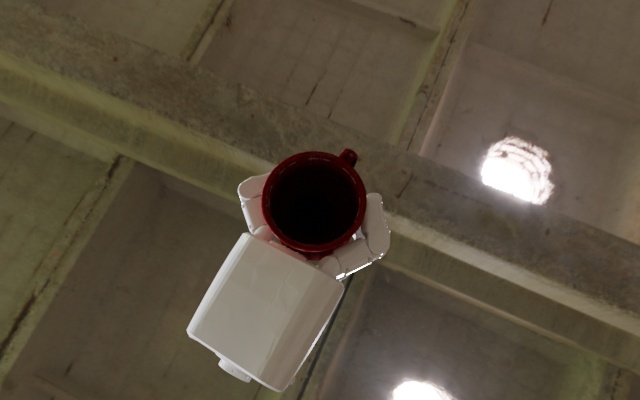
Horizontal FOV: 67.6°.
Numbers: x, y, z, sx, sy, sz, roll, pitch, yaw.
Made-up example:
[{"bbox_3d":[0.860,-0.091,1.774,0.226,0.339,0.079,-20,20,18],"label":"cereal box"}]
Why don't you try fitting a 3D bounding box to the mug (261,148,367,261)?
[{"bbox_3d":[0.001,0.000,0.460,0.093,0.117,0.081,29,-16,8],"label":"mug"}]
